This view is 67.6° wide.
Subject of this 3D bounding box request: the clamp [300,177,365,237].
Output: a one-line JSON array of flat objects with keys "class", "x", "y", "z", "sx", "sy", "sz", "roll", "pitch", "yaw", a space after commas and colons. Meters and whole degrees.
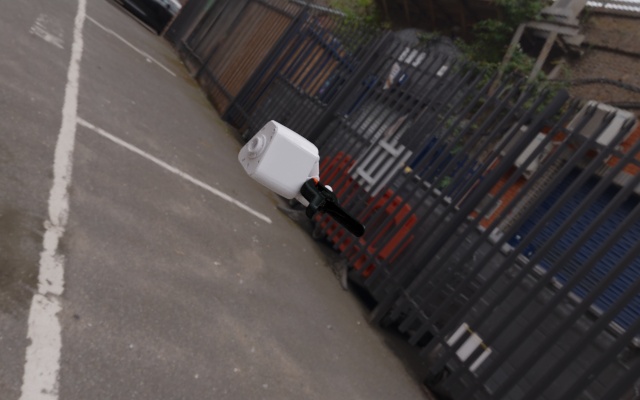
[{"class": "clamp", "x": 0.000, "y": 0.002, "z": 0.871, "sx": 0.120, "sy": 0.039, "sz": 0.171, "roll": 26, "pitch": 13, "yaw": -38}]
